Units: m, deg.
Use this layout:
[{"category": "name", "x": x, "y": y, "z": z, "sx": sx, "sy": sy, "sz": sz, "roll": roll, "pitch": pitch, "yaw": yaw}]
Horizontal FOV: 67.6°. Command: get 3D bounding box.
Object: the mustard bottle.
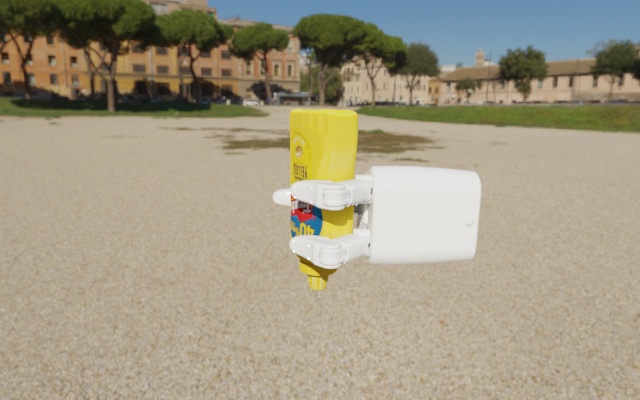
[{"category": "mustard bottle", "x": 0.000, "y": 0.001, "z": 0.503, "sx": 0.058, "sy": 0.192, "sz": 0.096, "roll": -5, "pitch": 13, "yaw": -28}]
